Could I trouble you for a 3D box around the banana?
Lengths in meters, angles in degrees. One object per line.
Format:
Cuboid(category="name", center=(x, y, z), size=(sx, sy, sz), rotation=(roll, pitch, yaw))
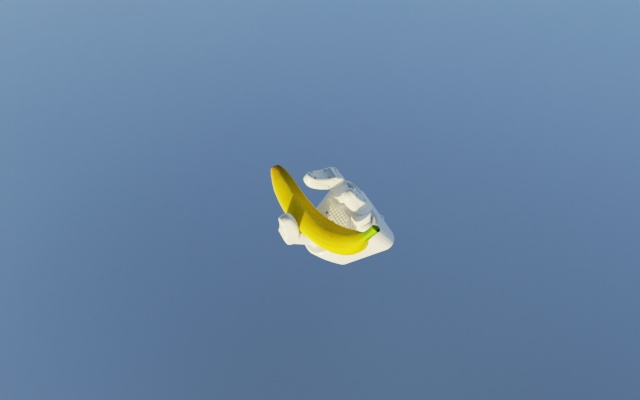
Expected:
Cuboid(category="banana", center=(-0.004, 0.020, 0.636), size=(0.197, 0.070, 0.037), rotation=(31, 18, 34))
